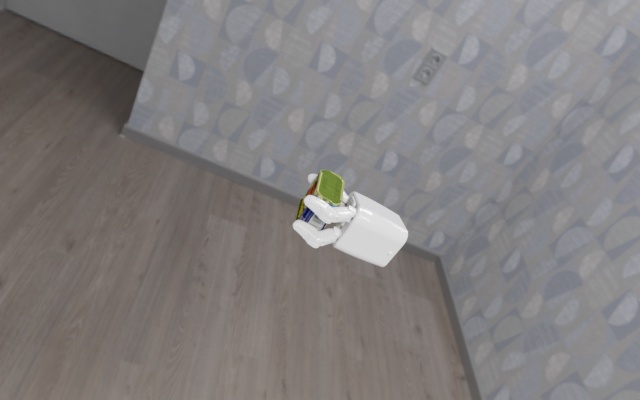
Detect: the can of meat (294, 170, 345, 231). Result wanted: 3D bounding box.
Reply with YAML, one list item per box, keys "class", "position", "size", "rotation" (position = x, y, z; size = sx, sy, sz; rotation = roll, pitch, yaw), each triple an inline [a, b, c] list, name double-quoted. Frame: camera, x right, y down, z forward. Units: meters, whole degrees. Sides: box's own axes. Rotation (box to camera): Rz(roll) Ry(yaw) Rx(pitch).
- class: "can of meat"
  position: [0.000, 0.003, 0.870]
  size: [0.057, 0.084, 0.102]
  rotation: [27, 33, -10]
